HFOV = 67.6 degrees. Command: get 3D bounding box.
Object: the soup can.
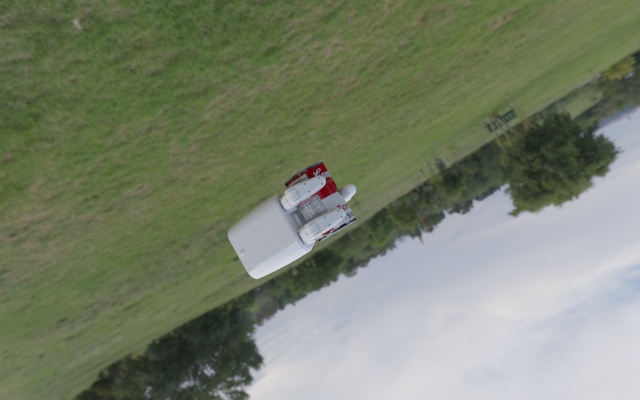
[{"bbox_3d":[0.001,0.002,0.717,0.068,0.102,0.068,-30,-5,-3],"label":"soup can"}]
